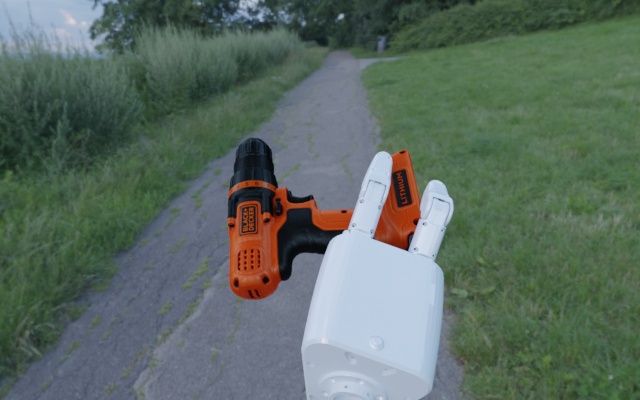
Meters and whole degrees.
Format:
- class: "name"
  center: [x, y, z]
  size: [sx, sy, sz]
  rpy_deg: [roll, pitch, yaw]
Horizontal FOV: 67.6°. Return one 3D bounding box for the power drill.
- class: "power drill"
  center: [0.001, 0.002, 0.475]
  size: [0.187, 0.184, 0.057]
  rpy_deg: [-8, -34, 4]
